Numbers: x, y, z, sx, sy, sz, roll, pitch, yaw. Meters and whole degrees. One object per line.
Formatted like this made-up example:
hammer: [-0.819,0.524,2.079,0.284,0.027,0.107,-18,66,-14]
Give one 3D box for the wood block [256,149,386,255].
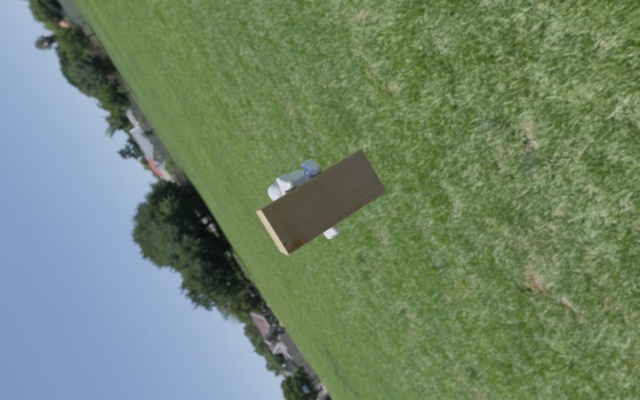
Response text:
wood block: [0.000,0.003,0.854,0.206,0.091,0.090,-32,5,-13]
